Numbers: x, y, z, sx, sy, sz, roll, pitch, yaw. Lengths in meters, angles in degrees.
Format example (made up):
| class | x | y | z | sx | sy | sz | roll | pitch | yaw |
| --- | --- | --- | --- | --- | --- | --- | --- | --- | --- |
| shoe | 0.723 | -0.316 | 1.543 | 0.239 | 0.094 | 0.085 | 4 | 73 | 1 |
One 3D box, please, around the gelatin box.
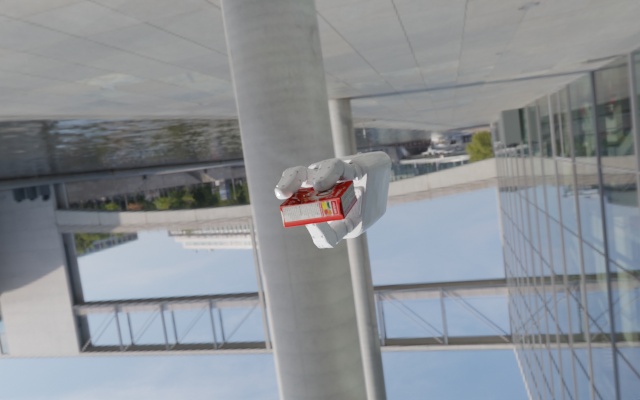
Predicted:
| class | x | y | z | sx | sy | sz | roll | pitch | yaw |
| --- | --- | --- | --- | --- | --- | --- | --- | --- | --- |
| gelatin box | 0.000 | 0.002 | 0.575 | 0.073 | 0.030 | 0.089 | -8 | 13 | 17 |
